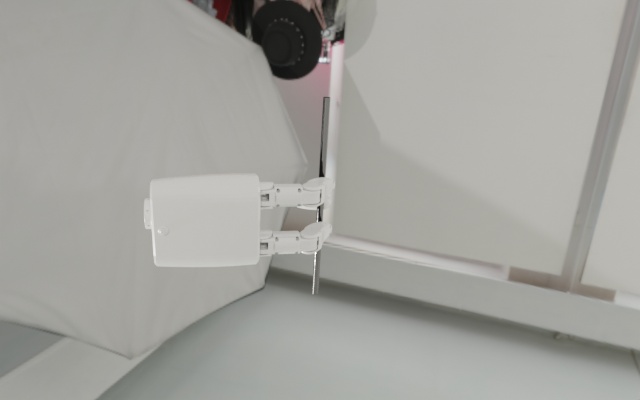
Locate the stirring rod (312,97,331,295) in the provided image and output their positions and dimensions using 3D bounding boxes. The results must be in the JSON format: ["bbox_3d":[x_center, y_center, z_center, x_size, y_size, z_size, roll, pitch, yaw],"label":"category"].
[{"bbox_3d":[0.000,0.002,0.556,0.011,0.240,0.011,3,19,-1],"label":"stirring rod"}]
